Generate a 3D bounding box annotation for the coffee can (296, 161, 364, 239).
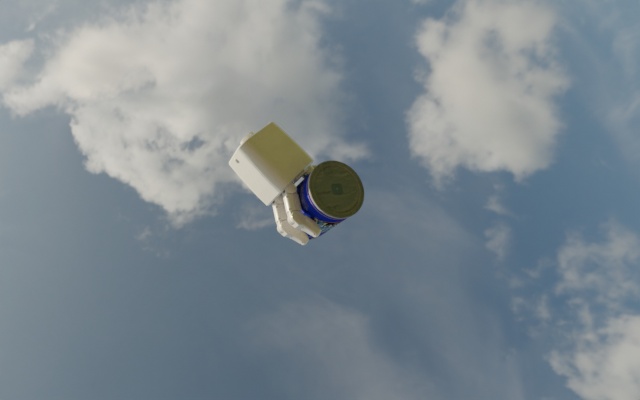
[{"bbox_3d":[0.000,0.003,0.853,0.103,0.102,0.140,0,-19,-26],"label":"coffee can"}]
